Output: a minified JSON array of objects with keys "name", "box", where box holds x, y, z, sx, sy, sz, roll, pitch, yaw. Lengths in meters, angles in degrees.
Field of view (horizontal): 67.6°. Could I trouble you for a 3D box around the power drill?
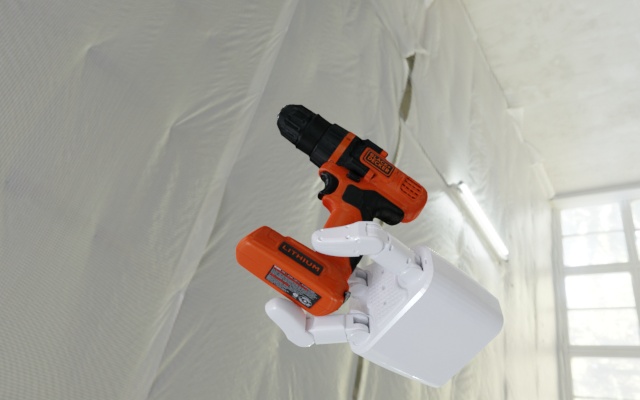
[{"name":"power drill","box":[0.000,0.002,0.469,0.184,0.187,0.057,34,-35,3]}]
